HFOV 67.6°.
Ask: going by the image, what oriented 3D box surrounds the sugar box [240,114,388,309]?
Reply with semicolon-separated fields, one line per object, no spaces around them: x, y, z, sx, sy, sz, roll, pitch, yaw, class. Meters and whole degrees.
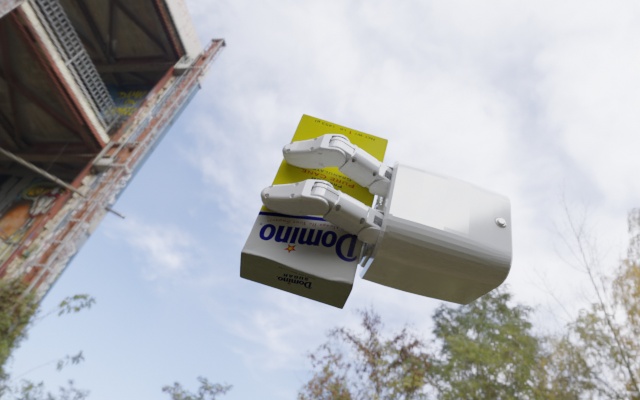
0.000;0.001;0.433;0.093;0.176;0.048;17;-42;2;sugar box
